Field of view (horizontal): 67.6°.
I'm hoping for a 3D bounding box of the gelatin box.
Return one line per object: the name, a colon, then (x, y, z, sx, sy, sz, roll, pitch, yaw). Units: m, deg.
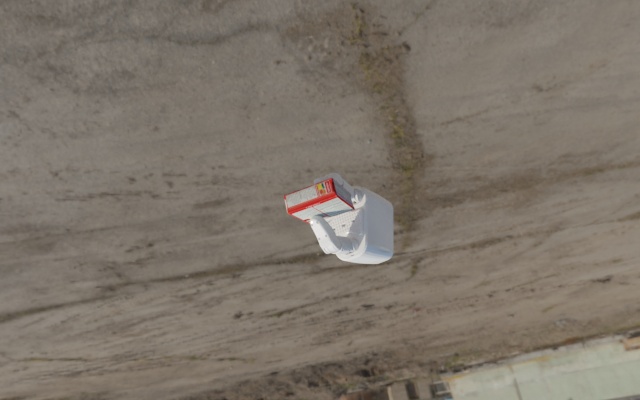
gelatin box: (0.000, 0.003, 0.671, 0.073, 0.030, 0.089, -19, -18, 16)
